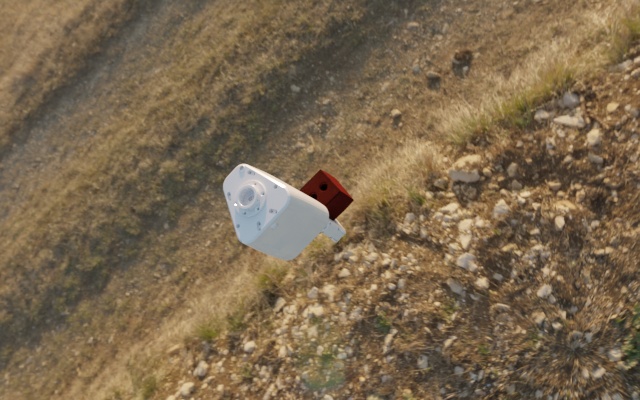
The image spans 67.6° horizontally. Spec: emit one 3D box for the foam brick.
[{"bbox_3d":[0.000,0.002,0.719,0.053,0.078,0.051,49,9,31],"label":"foam brick"}]
